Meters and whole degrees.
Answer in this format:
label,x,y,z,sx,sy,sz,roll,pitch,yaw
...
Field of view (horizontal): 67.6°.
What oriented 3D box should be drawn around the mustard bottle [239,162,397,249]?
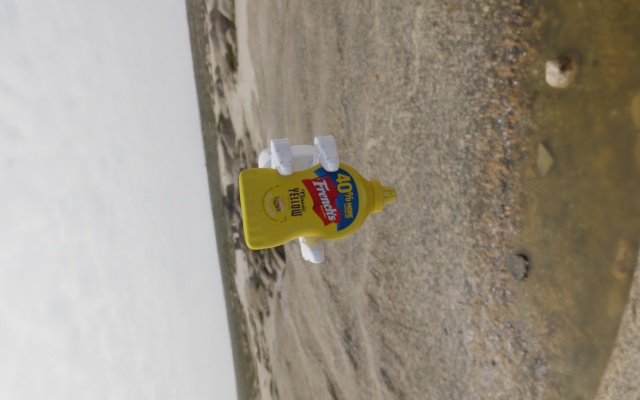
label,x,y,z,sx,sy,sz,roll,pitch,yaw
mustard bottle,0.000,0.002,0.587,0.191,0.096,0.058,-6,-8,-11
